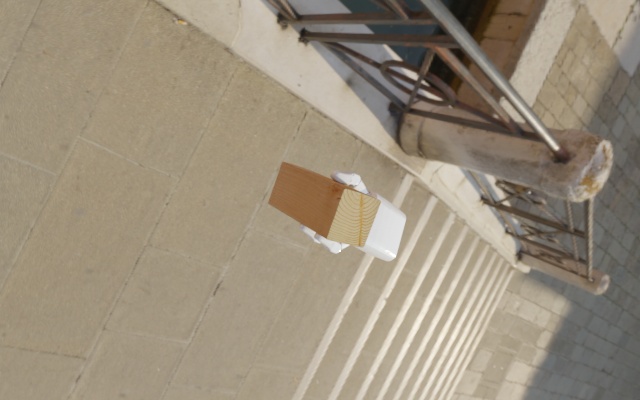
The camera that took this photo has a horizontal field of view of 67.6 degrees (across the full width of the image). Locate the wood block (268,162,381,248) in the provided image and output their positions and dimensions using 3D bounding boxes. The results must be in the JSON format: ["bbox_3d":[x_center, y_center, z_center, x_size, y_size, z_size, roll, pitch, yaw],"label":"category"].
[{"bbox_3d":[0.001,0.003,0.875,0.090,0.091,0.206,16,6,-38],"label":"wood block"}]
